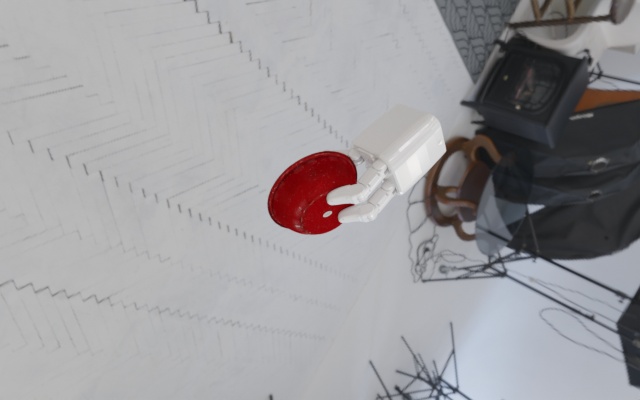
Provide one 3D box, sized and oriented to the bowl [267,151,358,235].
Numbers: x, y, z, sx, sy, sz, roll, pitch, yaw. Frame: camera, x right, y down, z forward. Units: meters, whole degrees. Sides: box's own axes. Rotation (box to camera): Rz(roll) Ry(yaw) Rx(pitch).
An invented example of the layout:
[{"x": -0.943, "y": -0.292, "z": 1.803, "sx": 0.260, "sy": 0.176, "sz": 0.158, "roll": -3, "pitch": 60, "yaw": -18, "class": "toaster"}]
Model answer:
[{"x": -0.001, "y": 0.004, "z": 0.756, "sx": 0.162, "sy": 0.162, "sz": 0.055, "roll": 0, "pitch": 40, "yaw": -35, "class": "bowl"}]
